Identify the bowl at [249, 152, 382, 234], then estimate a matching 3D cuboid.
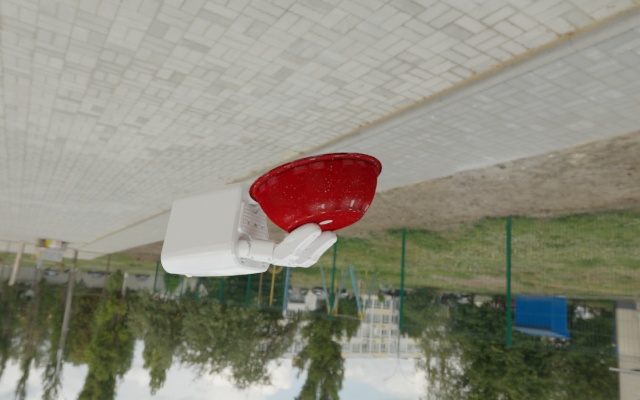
[{"bbox_3d":[0.001,0.002,0.561,0.162,0.055,0.162,-11,-18,-4],"label":"bowl"}]
